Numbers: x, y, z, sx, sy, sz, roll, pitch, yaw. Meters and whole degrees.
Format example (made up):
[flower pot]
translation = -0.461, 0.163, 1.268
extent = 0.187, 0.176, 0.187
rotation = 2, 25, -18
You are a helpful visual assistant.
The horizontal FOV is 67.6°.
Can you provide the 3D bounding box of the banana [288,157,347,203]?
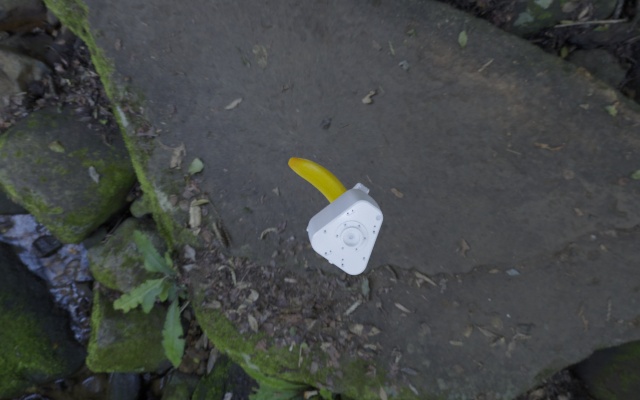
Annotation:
[banana]
translation = 0.018, -0.003, 0.863
extent = 0.069, 0.198, 0.037
rotation = -29, 10, 5
